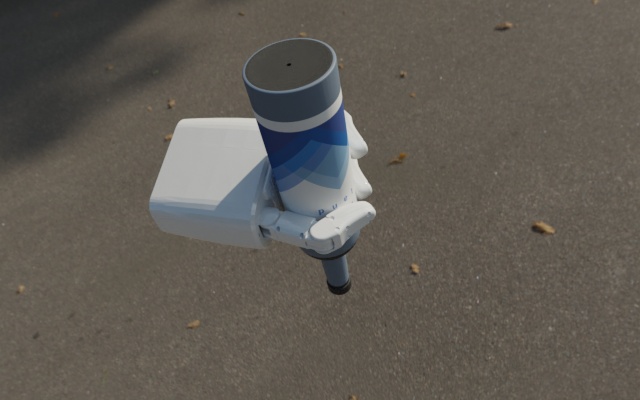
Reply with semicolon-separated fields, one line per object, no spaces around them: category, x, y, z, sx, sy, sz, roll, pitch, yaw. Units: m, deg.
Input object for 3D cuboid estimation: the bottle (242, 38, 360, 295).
bottle;0.000;0.001;0.438;0.069;0.069;0.296;0;-40;11
